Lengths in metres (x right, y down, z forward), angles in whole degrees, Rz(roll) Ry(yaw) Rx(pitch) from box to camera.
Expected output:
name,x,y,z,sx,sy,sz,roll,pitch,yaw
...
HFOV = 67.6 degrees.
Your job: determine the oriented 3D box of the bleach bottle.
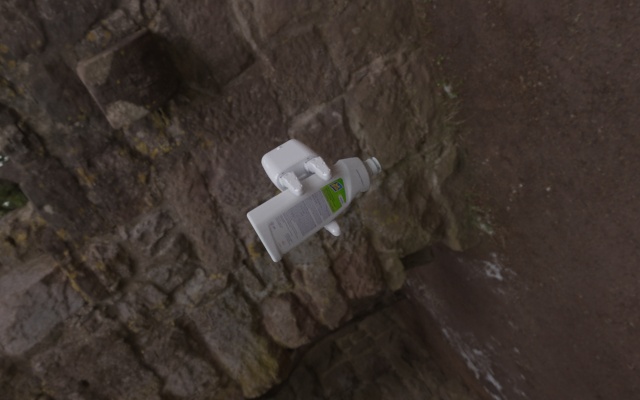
name,x,y,z,sx,sy,sz,roll,pitch,yaw
bleach bottle,0.000,0.003,0.859,0.251,0.103,0.068,-31,32,-8
